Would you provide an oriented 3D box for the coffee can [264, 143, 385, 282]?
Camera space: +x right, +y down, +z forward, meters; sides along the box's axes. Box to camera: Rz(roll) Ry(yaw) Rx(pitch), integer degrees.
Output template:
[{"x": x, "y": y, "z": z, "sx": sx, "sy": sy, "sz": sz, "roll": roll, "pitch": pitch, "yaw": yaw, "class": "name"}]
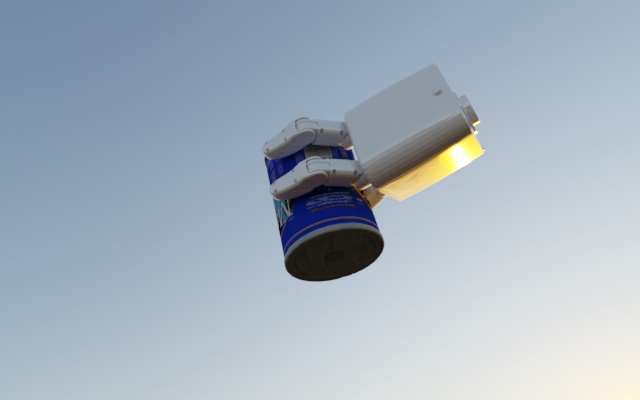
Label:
[{"x": 0.000, "y": 0.002, "z": 0.517, "sx": 0.103, "sy": 0.140, "sz": 0.103, "roll": -10, "pitch": -35, "yaw": -7, "class": "coffee can"}]
